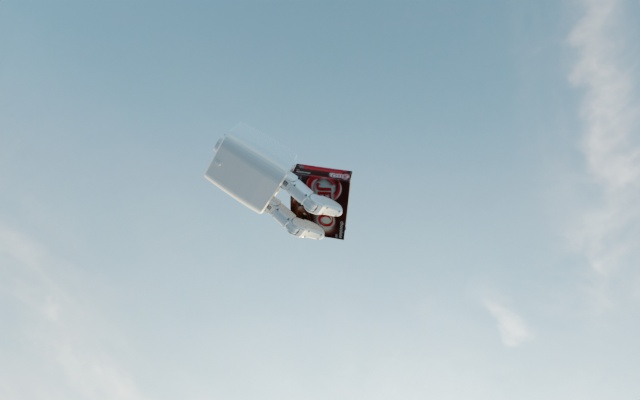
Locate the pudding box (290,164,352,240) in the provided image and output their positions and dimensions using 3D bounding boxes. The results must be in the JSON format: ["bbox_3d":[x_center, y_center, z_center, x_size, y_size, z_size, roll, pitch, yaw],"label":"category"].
[{"bbox_3d":[0.000,0.002,0.748,0.090,0.114,0.039,9,35,8],"label":"pudding box"}]
